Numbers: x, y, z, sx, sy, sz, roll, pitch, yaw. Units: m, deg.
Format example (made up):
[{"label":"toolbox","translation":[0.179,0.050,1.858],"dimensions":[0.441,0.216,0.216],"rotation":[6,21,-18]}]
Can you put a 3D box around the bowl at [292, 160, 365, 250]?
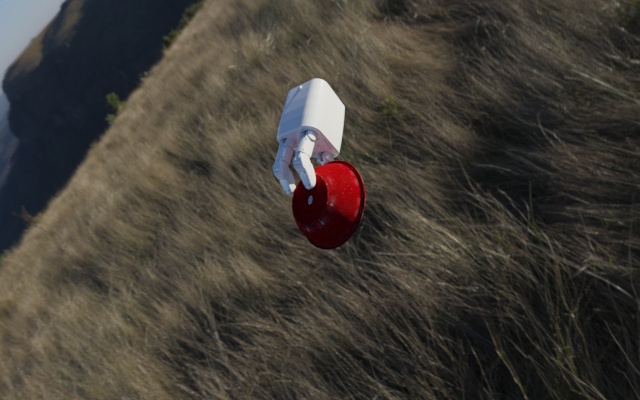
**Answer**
[{"label":"bowl","translation":[0.000,0.004,0.829],"dimensions":[0.055,0.162,0.162],"rotation":[14,-9,-42]}]
